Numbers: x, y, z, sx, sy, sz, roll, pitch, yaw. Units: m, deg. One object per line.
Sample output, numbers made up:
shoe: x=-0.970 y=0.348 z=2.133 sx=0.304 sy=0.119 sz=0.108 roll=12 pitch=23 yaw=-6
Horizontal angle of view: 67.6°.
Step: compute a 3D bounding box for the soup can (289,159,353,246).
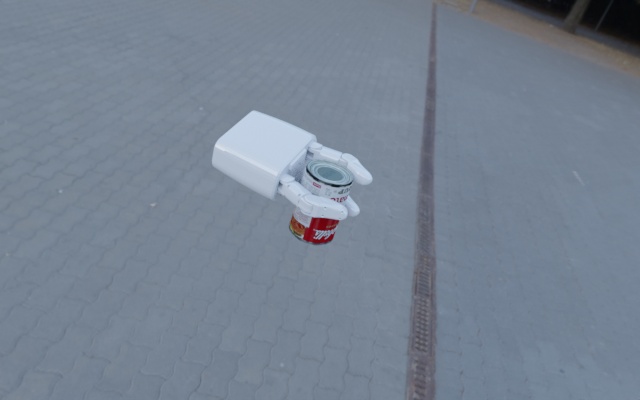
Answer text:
soup can: x=0.001 y=0.002 z=0.665 sx=0.068 sy=0.102 sz=0.068 roll=13 pitch=31 yaw=-8
